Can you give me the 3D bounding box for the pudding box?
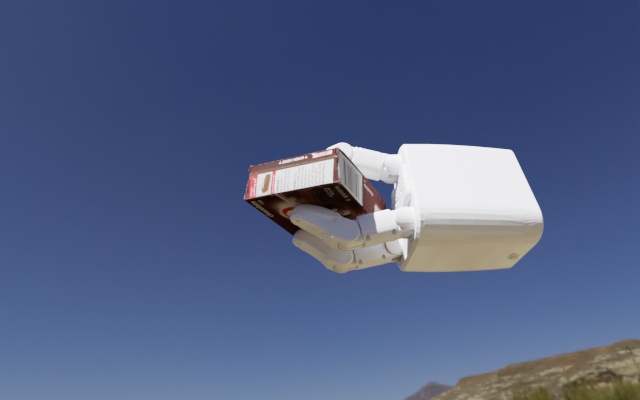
[{"bbox_3d":[0.000,0.001,0.433,0.090,0.039,0.113,-11,-32,25],"label":"pudding box"}]
